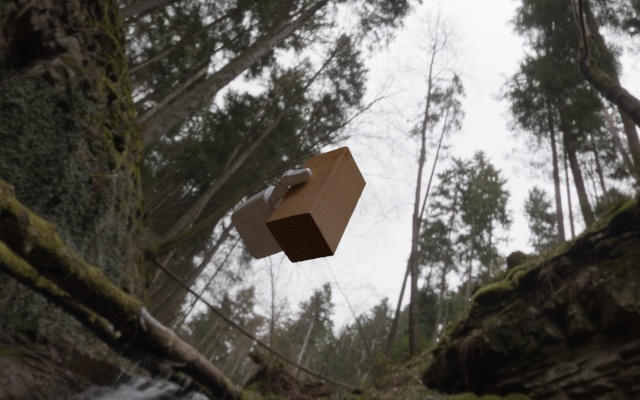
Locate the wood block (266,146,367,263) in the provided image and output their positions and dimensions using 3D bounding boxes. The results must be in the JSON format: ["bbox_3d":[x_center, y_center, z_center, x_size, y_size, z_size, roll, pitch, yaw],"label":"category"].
[{"bbox_3d":[0.000,0.002,0.835,0.090,0.091,0.206,-14,29,31],"label":"wood block"}]
